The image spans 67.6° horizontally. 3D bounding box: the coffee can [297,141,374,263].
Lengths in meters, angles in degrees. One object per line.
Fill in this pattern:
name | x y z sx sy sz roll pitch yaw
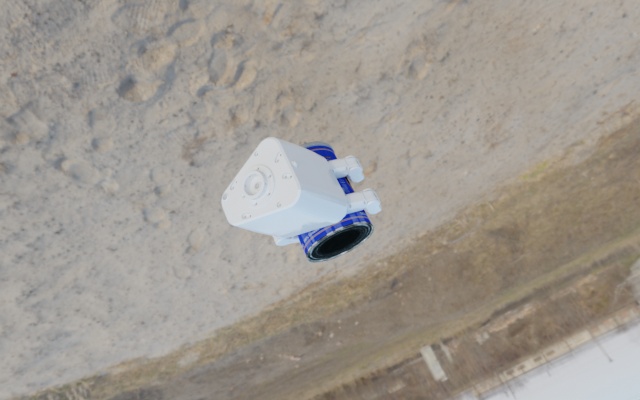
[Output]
coffee can | 0.000 0.002 0.681 0.103 0.140 0.103 -22 -24 -10
